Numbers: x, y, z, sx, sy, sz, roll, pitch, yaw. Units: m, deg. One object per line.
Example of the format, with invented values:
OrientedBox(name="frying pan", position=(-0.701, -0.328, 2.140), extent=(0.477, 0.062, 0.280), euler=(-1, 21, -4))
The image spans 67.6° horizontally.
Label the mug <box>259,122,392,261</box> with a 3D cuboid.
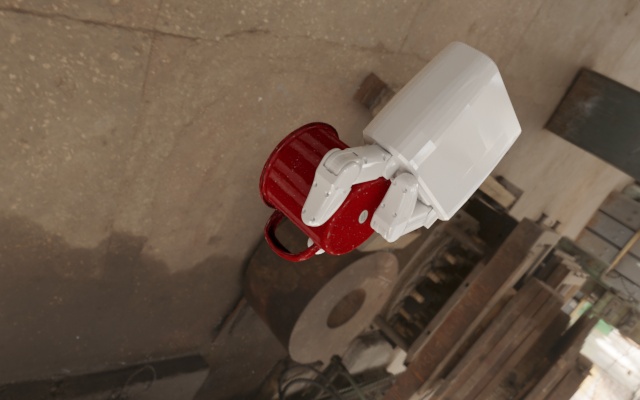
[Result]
OrientedBox(name="mug", position=(-0.001, 0.003, 0.412), extent=(0.081, 0.117, 0.093), euler=(41, -1, 31))
